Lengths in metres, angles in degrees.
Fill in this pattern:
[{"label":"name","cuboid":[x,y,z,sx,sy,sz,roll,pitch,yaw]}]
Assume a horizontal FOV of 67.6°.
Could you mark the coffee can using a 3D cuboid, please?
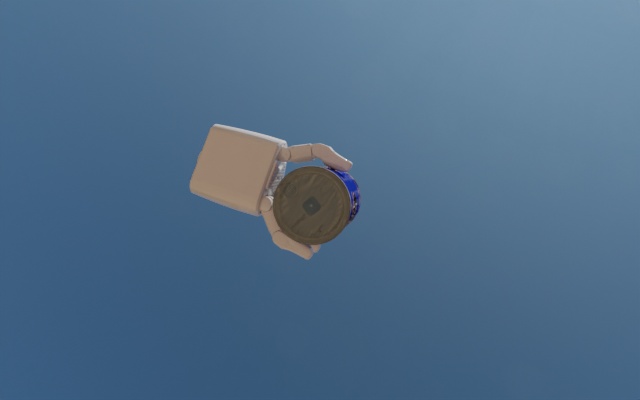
[{"label":"coffee can","cuboid":[0.000,0.002,0.679,0.103,0.103,0.140,0,4,10]}]
